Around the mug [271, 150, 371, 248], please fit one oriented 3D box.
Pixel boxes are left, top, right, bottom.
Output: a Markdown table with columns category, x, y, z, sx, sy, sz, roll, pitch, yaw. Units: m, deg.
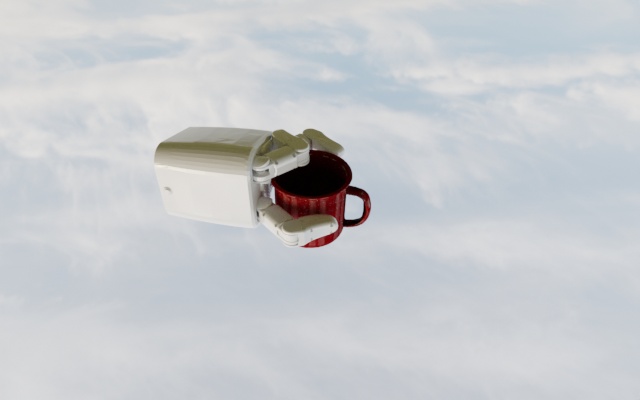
| category | x | y | z | sx | sy | sz | roll | pitch | yaw |
| --- | --- | --- | --- | --- | --- | --- | --- | --- | --- |
| mug | 0.002 | 0.002 | 0.551 | 0.117 | 0.082 | 0.093 | 8 | 40 | 8 |
